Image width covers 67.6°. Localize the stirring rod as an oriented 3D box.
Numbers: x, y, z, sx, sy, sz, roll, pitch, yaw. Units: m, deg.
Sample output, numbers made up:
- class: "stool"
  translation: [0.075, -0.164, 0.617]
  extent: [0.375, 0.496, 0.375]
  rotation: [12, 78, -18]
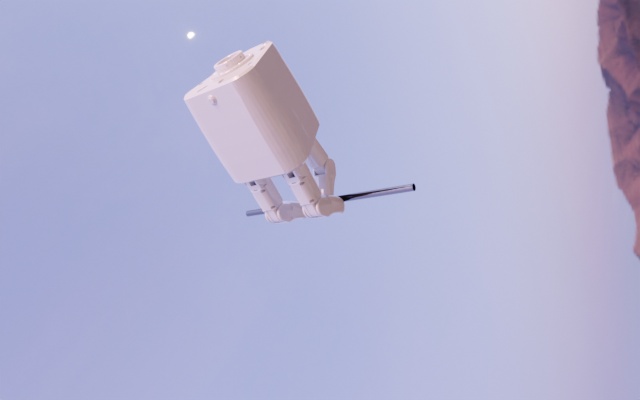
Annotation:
- class: "stirring rod"
  translation: [0.000, 0.002, 0.561]
  extent: [0.239, 0.011, 0.011]
  rotation: [-9, -5, 36]
